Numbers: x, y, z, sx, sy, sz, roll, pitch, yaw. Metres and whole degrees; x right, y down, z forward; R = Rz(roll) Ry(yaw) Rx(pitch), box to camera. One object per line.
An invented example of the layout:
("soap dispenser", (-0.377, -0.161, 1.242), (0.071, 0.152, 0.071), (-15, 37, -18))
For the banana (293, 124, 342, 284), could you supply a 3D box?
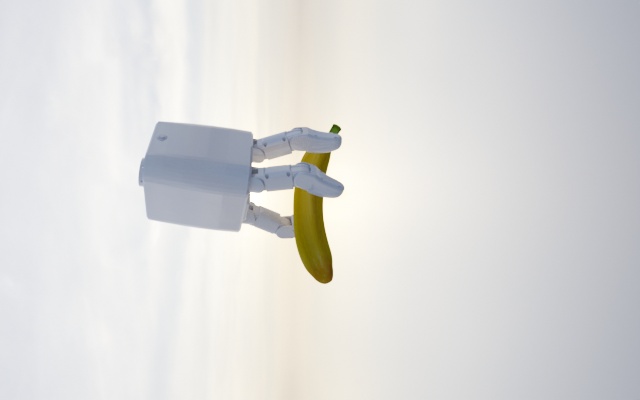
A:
("banana", (-0.008, 0.006, 0.549), (0.037, 0.197, 0.070), (13, -29, -21))
